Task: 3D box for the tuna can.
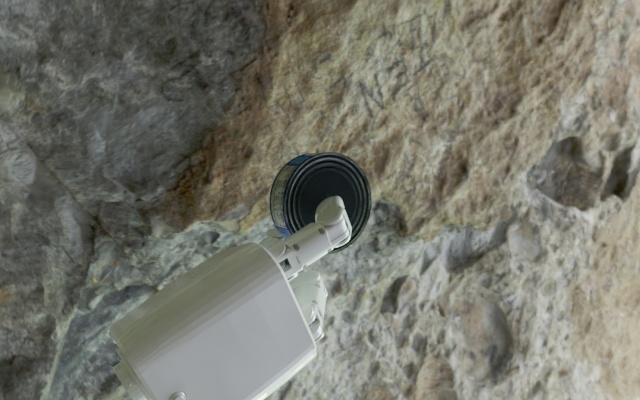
[{"bbox_3d":[0.000,0.001,0.412,0.086,0.086,0.034,0,5,-31],"label":"tuna can"}]
